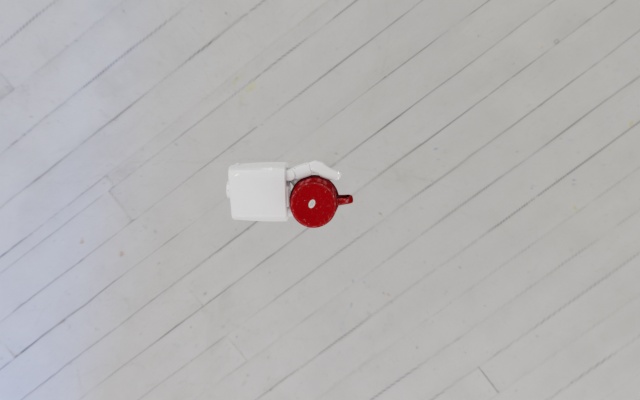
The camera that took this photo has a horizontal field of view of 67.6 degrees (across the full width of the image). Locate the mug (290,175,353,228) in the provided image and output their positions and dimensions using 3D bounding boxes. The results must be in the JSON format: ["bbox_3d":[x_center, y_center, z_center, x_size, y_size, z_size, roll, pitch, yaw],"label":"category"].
[{"bbox_3d":[0.002,0.003,0.853,0.117,0.093,0.081,-2,7,1],"label":"mug"}]
